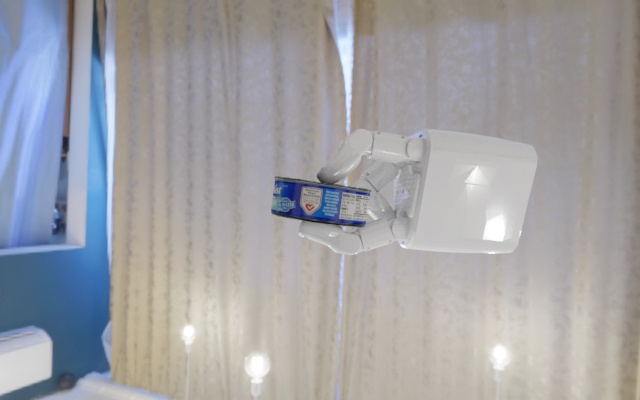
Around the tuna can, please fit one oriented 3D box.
[{"bbox_3d":[0.000,0.002,0.420,0.086,0.034,0.086,8,1,0],"label":"tuna can"}]
